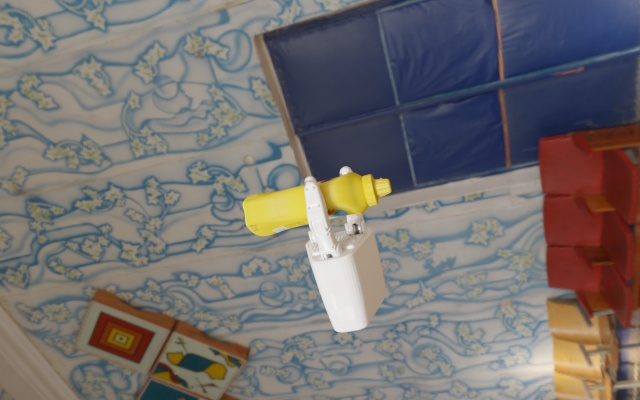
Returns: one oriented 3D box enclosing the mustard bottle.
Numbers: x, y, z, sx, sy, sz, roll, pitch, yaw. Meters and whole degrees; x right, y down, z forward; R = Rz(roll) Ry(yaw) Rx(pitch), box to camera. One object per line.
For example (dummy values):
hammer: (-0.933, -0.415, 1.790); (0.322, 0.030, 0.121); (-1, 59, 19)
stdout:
mustard bottle: (0.000, 0.002, 0.644); (0.191, 0.058, 0.096); (-13, -10, 13)
